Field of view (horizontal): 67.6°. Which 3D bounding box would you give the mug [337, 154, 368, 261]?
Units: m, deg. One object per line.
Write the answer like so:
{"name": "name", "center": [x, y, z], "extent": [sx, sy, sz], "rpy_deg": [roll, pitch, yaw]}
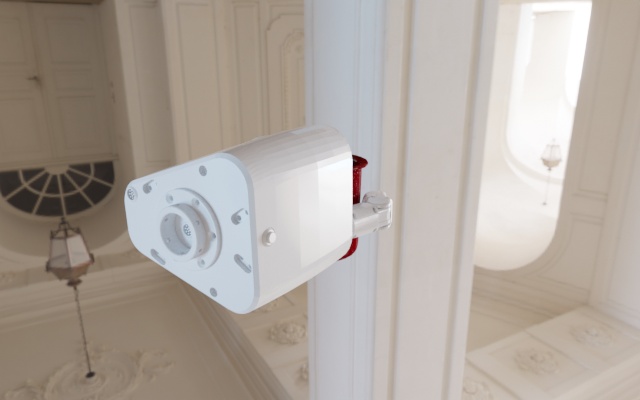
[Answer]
{"name": "mug", "center": [0.001, 0.001, 0.429], "extent": [0.093, 0.081, 0.117], "rpy_deg": [11, 18, 31]}
